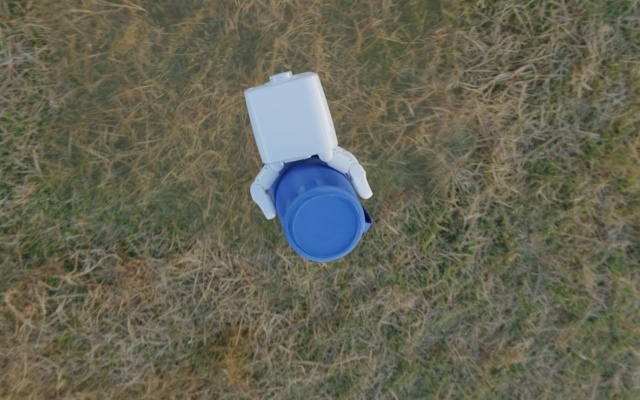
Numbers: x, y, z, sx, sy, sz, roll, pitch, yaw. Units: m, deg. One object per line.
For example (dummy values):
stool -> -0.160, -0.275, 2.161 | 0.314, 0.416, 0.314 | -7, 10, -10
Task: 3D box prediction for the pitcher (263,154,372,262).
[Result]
pitcher -> 0.000, 0.002, 0.733 | 0.149, 0.145, 0.242 | -16, 19, -3
